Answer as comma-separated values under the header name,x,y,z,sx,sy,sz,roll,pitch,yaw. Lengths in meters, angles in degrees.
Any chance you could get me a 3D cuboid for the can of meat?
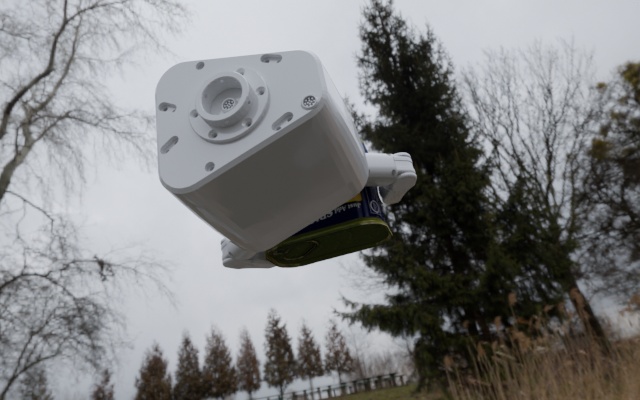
name,x,y,z,sx,sy,sz,roll,pitch,yaw
can of meat,0.000,0.001,0.402,0.102,0.084,0.057,-16,-25,12
